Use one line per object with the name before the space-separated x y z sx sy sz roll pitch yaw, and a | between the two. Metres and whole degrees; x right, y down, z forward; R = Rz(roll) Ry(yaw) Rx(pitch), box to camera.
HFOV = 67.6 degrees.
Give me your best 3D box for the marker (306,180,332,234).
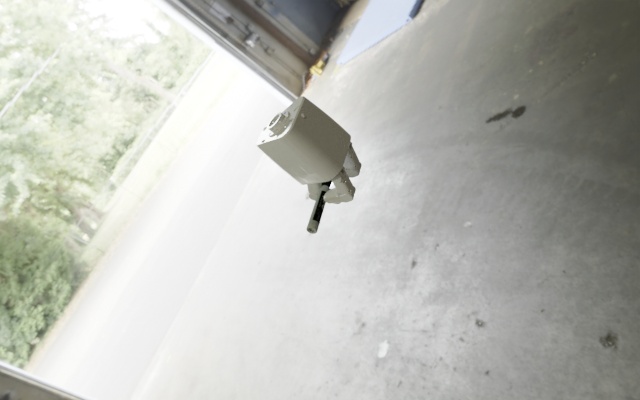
marker | 0.000 0.003 0.812 0.020 0.121 0.020 11 -36 9
